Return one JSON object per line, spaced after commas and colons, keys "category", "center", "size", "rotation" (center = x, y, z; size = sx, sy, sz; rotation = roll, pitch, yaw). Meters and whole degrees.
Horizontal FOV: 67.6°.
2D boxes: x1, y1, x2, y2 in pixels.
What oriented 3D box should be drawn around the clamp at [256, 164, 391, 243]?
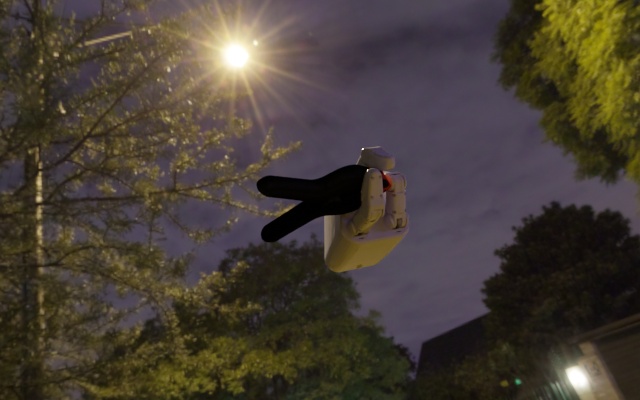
{"category": "clamp", "center": [0.000, 0.001, 0.584], "size": [0.171, 0.039, 0.120], "rotation": [-8, -28, -20]}
